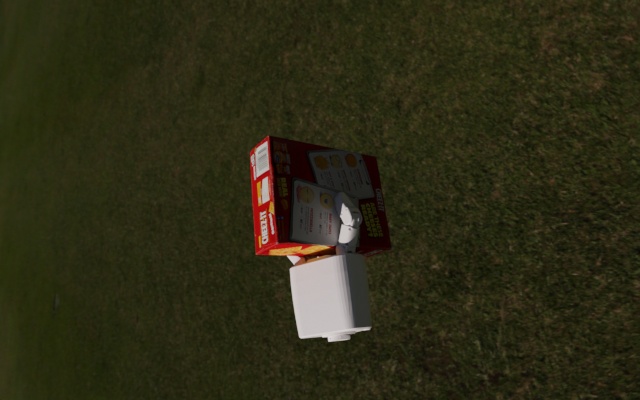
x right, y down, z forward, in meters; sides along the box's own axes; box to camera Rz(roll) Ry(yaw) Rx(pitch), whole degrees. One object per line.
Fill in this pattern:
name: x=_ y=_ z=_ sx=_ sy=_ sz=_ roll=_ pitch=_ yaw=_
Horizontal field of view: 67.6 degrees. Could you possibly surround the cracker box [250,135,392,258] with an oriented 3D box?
cracker box: x=0.000 y=0.002 z=0.743 sx=0.214 sy=0.164 sz=0.072 roll=7 pitch=-22 yaw=-36
